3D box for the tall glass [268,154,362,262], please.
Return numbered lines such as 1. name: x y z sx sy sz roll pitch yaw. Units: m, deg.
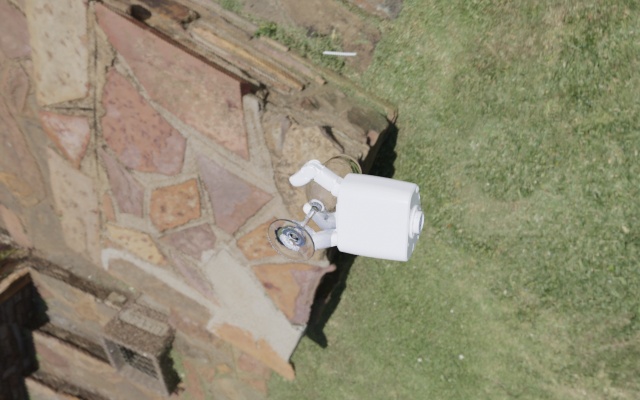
1. tall glass: 0.000 0.003 0.737 0.079 0.079 0.201 0 33 30
